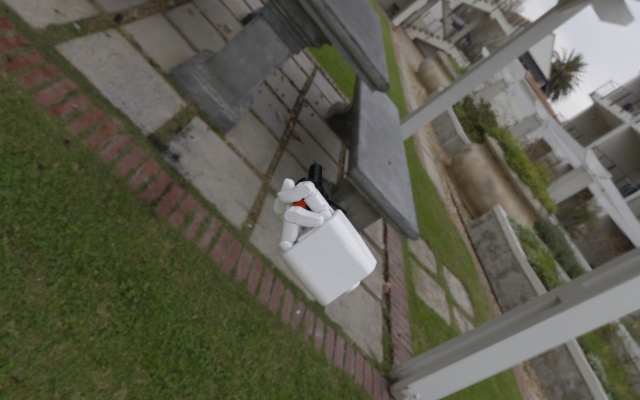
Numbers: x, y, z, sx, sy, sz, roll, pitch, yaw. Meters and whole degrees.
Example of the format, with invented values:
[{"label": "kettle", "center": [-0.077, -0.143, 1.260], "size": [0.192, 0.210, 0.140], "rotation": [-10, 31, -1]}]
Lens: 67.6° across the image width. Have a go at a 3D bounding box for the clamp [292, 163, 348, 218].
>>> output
[{"label": "clamp", "center": [0.001, 0.002, 0.827], "size": [0.039, 0.120, 0.171], "rotation": [-35, 5, 23]}]
